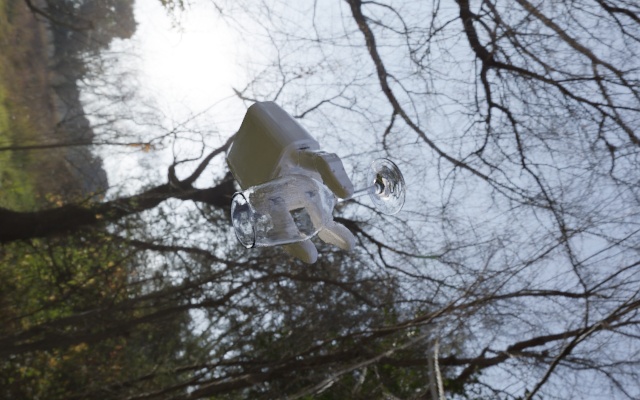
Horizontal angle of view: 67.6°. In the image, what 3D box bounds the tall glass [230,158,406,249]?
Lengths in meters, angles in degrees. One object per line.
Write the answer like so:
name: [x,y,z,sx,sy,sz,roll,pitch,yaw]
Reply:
tall glass: [0.001,0.002,0.555,0.201,0.079,0.079,-14,7,-31]
